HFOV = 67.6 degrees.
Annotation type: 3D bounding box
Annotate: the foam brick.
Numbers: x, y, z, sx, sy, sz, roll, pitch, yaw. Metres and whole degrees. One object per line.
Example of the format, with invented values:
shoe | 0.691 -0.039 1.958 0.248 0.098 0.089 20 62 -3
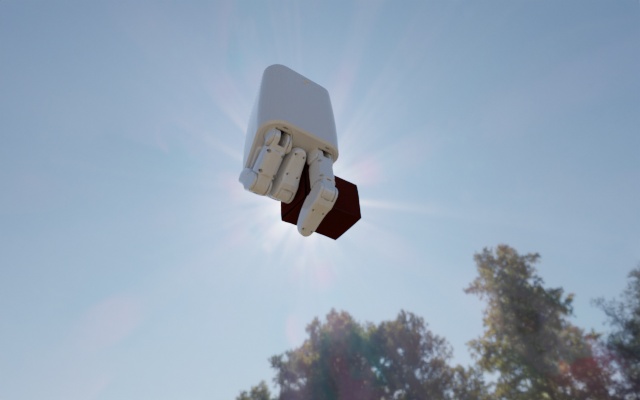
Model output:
foam brick | 0.000 0.002 0.545 0.078 0.051 0.053 23 -46 -29
